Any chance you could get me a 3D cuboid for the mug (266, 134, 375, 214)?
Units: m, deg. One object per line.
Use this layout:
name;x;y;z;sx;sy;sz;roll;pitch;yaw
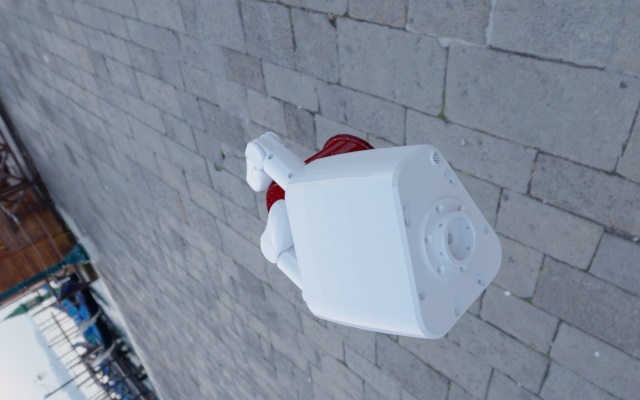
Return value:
mug;-0.001;0.002;0.428;0.081;0.093;0.117;-35;16;-33
